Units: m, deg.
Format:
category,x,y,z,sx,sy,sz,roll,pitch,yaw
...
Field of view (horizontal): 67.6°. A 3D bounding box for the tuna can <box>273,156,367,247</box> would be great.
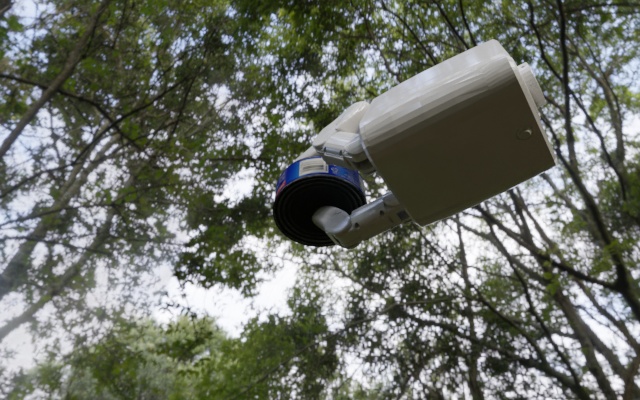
category,x,y,z,sx,sy,sz,roll,pitch,yaw
tuna can,0.000,0.001,0.439,0.086,0.086,0.033,0,40,0
